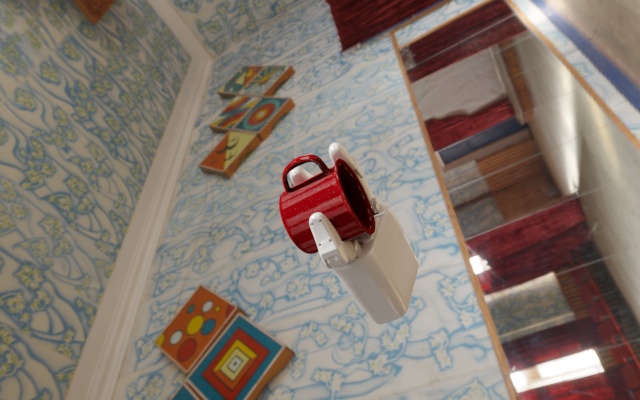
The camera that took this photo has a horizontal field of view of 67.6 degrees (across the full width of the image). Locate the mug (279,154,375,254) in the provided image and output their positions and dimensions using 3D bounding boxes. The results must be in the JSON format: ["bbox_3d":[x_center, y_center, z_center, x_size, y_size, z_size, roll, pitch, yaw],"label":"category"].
[{"bbox_3d":[-0.001,0.001,0.543,0.081,0.117,0.093,-25,26,18],"label":"mug"}]
